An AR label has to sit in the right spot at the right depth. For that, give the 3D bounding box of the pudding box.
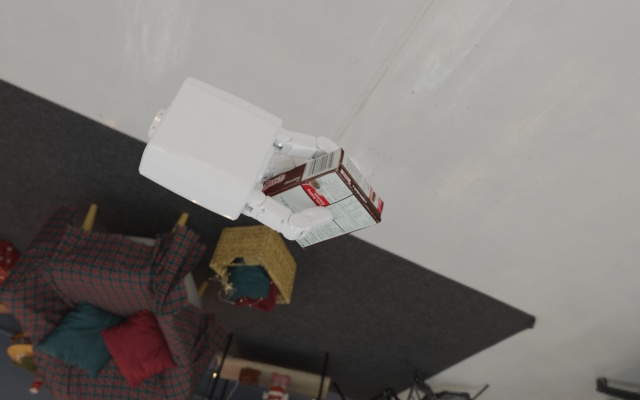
[{"bbox_3d":[0.000,0.002,0.536,0.113,0.039,0.090,-20,-53,32],"label":"pudding box"}]
